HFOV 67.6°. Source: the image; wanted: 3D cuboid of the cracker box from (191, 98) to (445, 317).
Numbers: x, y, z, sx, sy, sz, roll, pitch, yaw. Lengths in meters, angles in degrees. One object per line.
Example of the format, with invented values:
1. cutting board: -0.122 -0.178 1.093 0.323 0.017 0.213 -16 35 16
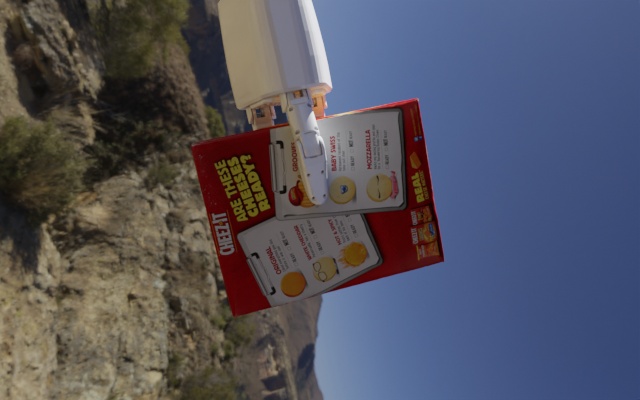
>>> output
1. cracker box: 0.000 0.002 0.469 0.213 0.164 0.072 -13 9 -9
